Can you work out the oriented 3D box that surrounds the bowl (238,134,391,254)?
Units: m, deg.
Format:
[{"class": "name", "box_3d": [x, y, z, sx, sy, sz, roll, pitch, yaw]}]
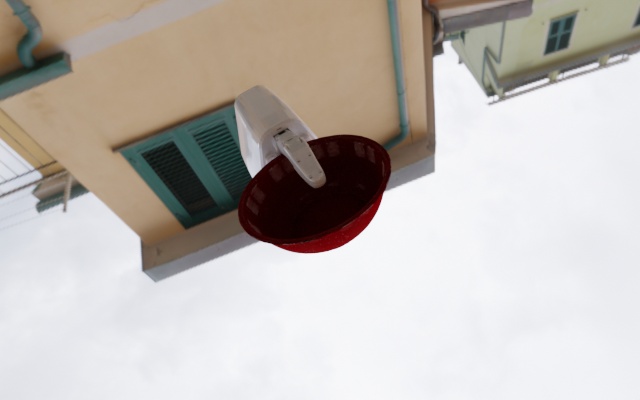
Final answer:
[{"class": "bowl", "box_3d": [0.000, 0.003, 0.488, 0.162, 0.055, 0.162, -16, 37, 12]}]
